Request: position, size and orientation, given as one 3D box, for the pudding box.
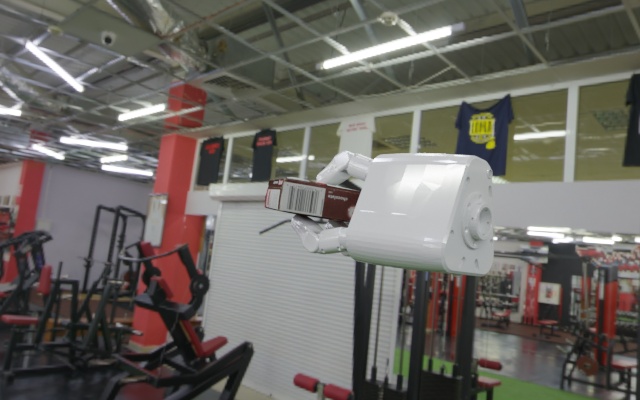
[{"bbox_3d":[0.000,0.002,0.543,0.113,0.039,0.090,11,-3,-16],"label":"pudding box"}]
